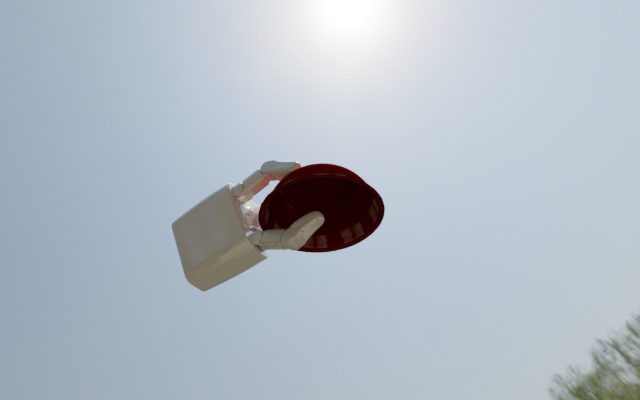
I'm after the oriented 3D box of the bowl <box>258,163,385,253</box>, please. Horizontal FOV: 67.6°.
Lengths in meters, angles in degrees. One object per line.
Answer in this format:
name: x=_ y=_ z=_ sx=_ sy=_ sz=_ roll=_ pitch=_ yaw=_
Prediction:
bowl: x=0.001 y=0.001 z=0.625 sx=0.162 sy=0.055 sz=0.162 roll=-3 pitch=-40 yaw=-2
